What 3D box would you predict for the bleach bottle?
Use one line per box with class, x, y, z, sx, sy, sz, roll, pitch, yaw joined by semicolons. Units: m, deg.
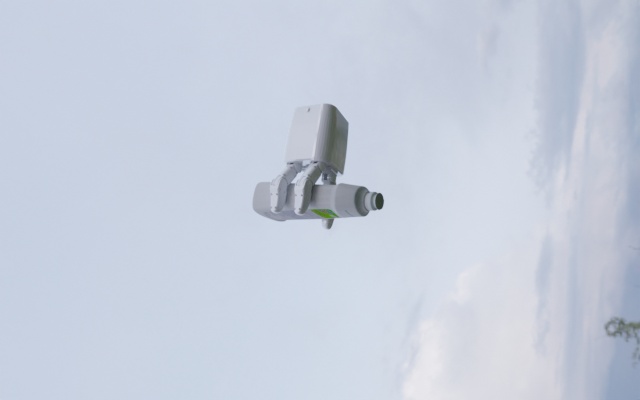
bleach bottle;0.000;0.003;0.844;0.251;0.068;0.102;1;-14;37
